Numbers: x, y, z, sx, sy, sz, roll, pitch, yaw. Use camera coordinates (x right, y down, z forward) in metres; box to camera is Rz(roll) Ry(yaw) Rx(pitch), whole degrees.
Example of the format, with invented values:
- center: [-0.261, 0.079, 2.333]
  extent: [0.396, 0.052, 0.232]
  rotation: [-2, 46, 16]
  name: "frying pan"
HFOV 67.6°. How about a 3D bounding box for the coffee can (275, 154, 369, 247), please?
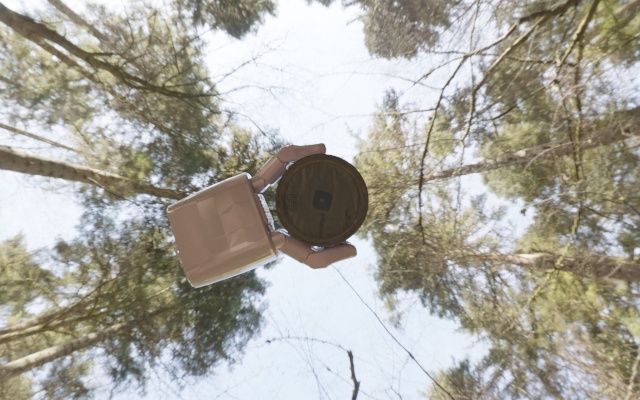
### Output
- center: [0.000, 0.002, 0.589]
  extent: [0.103, 0.103, 0.140]
  rotation: [0, -2, -1]
  name: "coffee can"
